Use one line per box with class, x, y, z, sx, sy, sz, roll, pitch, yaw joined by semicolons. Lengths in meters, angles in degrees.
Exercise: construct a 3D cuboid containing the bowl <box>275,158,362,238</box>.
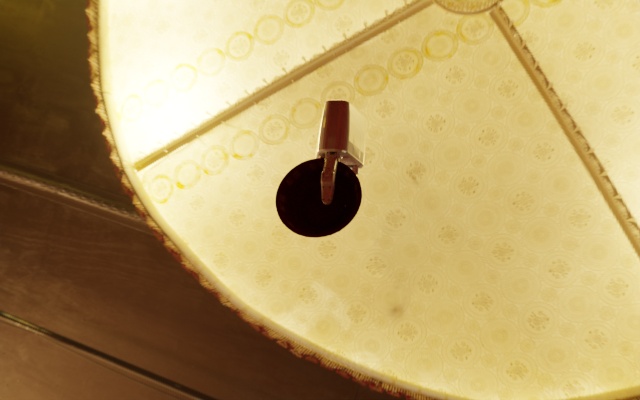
bowl;0.000;0.004;0.895;0.162;0.162;0.055;0;-25;12
